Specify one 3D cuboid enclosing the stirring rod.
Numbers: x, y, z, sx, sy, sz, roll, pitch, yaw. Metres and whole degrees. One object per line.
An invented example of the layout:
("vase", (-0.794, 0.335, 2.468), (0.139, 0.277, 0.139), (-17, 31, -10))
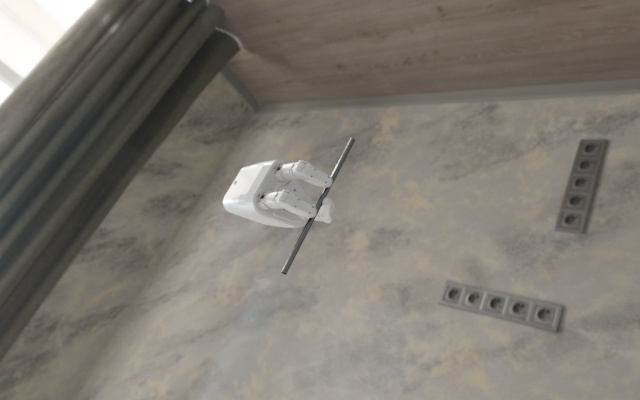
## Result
("stirring rod", (0.000, 0.002, 0.709), (0.011, 0.239, 0.011), (23, -22, 10))
